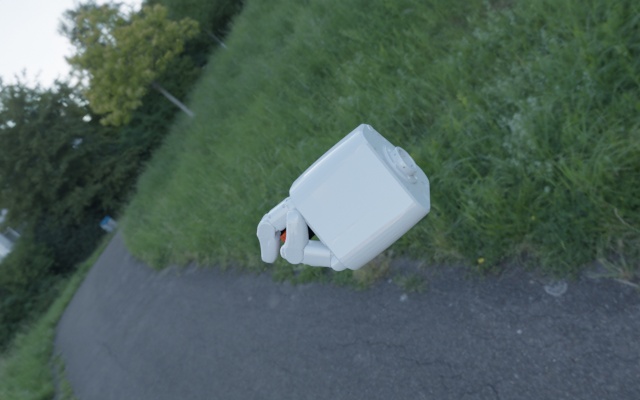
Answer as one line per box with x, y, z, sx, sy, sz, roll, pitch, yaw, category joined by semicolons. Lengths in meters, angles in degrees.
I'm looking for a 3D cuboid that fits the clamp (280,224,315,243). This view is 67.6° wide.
0.000;0.002;0.604;0.120;0.039;0.171;-41;13;26;clamp
